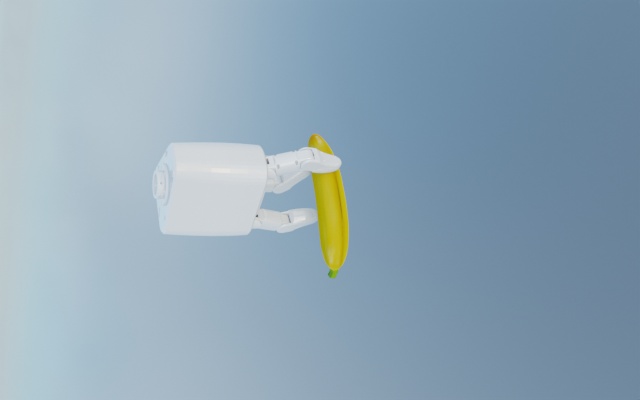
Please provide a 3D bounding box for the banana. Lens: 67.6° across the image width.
[{"bbox_3d":[0.008,0.003,0.619,0.037,0.198,0.069,-3,-7,-24],"label":"banana"}]
